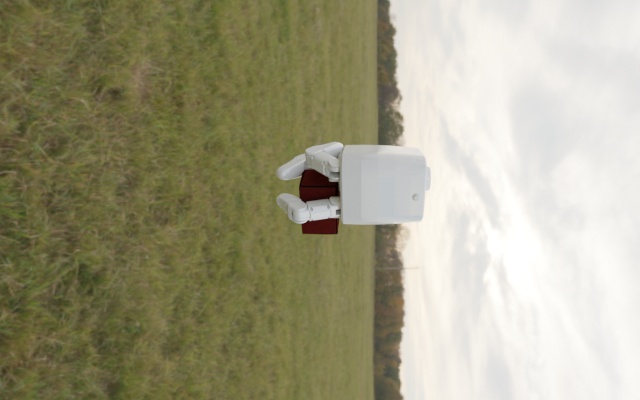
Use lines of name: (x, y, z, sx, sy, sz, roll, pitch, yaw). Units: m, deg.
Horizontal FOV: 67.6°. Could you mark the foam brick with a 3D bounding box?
foam brick: (0.000, 0.002, 0.663, 0.051, 0.078, 0.053, 1, 31, 5)
